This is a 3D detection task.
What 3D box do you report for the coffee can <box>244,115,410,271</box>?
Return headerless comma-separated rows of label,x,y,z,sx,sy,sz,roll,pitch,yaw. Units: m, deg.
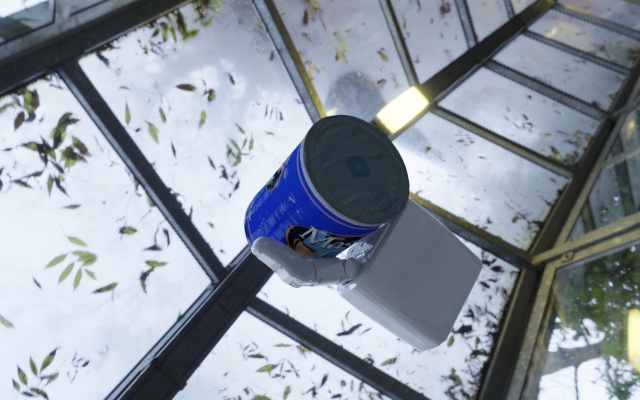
coffee can,0.000,0.001,0.446,0.103,0.102,0.140,0,-25,-31
